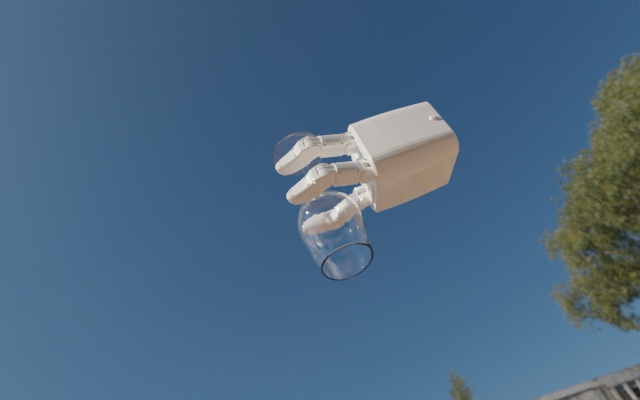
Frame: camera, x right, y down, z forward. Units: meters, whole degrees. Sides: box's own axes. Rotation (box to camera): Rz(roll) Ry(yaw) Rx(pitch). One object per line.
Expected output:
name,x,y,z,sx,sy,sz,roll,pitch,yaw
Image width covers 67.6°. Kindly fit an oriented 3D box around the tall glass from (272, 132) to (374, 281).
tall glass,0.000,0.002,0.592,0.079,0.079,0.201,0,42,-24
